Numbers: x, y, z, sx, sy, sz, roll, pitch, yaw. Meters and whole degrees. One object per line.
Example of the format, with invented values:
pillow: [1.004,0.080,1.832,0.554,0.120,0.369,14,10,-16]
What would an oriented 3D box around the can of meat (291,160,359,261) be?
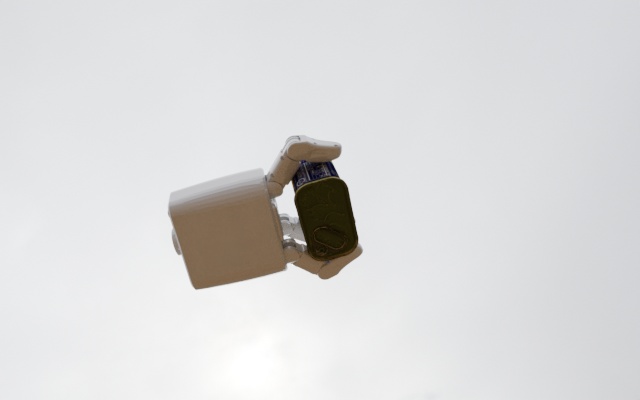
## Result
can of meat: [0.000,0.001,0.535,0.057,0.102,0.084,-16,32,-3]
